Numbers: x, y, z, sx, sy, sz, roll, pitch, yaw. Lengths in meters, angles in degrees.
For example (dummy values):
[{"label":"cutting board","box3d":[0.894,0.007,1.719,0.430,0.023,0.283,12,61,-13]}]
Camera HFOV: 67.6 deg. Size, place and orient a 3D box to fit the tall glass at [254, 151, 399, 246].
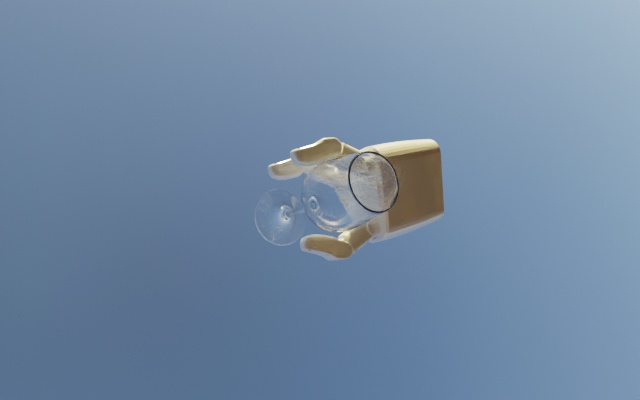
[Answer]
[{"label":"tall glass","box3d":[0.000,0.002,0.540,0.079,0.079,0.201,0,-11,-32]}]
